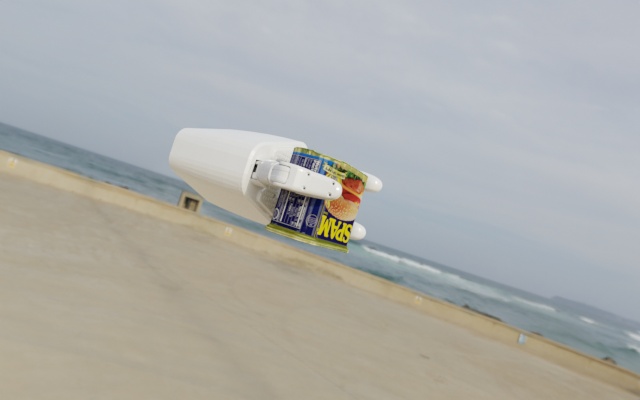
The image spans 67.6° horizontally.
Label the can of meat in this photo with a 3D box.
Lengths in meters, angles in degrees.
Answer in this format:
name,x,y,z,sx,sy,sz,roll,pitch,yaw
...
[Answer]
name,x,y,z,sx,sy,sz,roll,pitch,yaw
can of meat,0.000,0.001,0.477,0.057,0.084,0.102,16,-4,30
